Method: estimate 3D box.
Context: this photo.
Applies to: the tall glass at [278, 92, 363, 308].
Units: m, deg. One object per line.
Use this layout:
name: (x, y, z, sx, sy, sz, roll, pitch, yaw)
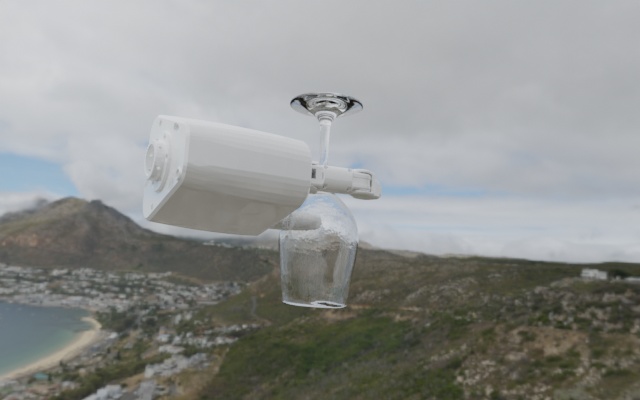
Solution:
tall glass: (0.000, 0.001, 0.471, 0.079, 0.201, 0.079, 3, -8, 0)
